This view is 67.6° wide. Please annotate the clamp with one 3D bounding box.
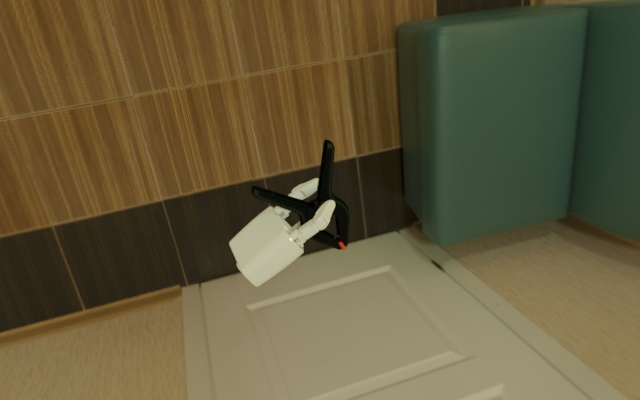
[{"bbox_3d":[0.000,0.004,0.868,0.164,0.210,0.036,-38,26,4],"label":"clamp"}]
